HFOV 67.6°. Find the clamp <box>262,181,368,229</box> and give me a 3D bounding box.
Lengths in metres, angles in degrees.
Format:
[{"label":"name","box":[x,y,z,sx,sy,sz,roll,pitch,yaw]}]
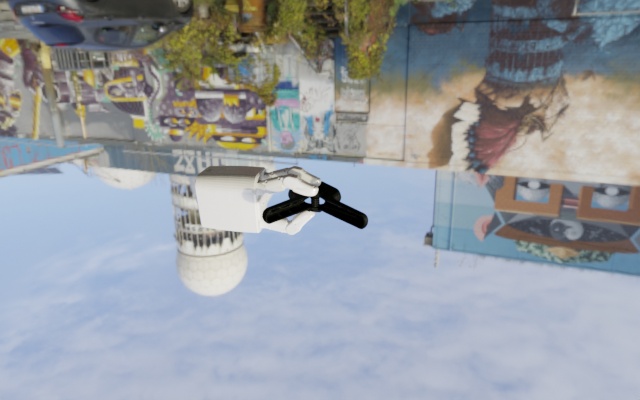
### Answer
[{"label":"clamp","box":[0.000,0.003,0.824,0.164,0.036,0.210,6,18,4]}]
